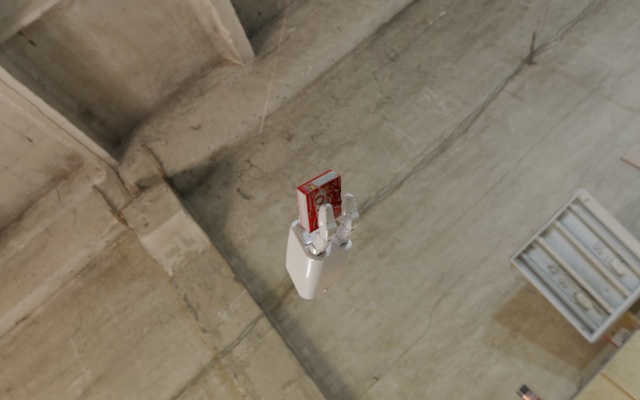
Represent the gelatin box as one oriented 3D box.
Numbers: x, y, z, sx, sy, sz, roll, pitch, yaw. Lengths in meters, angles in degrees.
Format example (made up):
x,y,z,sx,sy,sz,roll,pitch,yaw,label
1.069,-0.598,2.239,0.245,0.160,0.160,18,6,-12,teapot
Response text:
x,y,z,sx,sy,sz,roll,pitch,yaw,label
0.000,0.002,0.798,0.073,0.089,0.030,-29,46,-27,gelatin box
